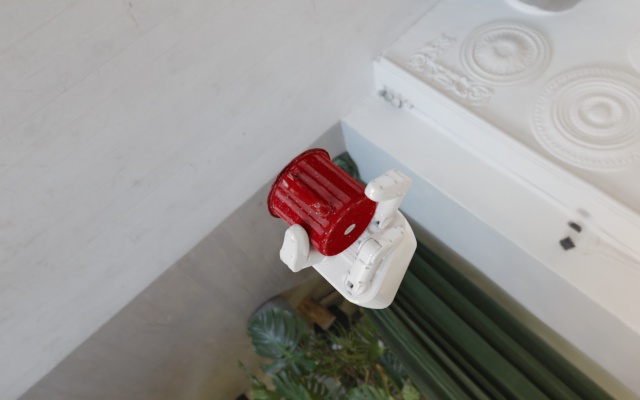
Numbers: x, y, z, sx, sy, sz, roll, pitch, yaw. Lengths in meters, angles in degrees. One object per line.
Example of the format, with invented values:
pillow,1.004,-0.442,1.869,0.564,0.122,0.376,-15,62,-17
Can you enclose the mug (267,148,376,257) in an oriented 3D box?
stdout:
mug,0.000,0.001,0.494,0.081,0.093,0.117,40,1,26
